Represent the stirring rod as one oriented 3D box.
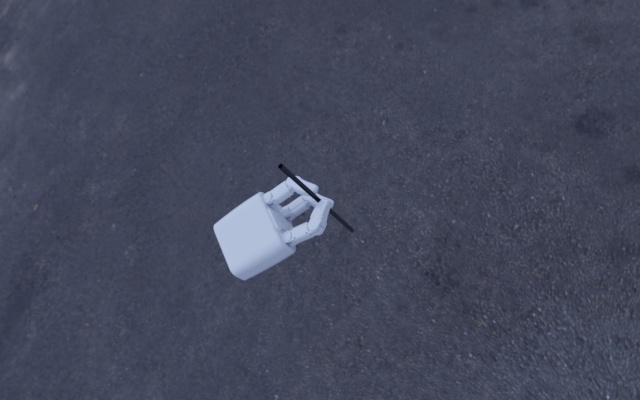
[{"bbox_3d":[0.000,0.003,0.782,0.011,0.011,0.240,0,-26,32],"label":"stirring rod"}]
